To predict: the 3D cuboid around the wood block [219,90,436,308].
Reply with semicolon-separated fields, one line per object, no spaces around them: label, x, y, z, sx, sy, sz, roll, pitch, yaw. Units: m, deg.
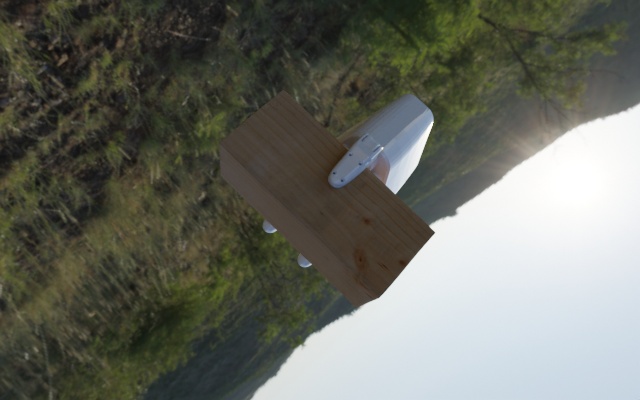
wood block;0.000;0.001;0.490;0.090;0.206;0.091;-44;-6;-21
